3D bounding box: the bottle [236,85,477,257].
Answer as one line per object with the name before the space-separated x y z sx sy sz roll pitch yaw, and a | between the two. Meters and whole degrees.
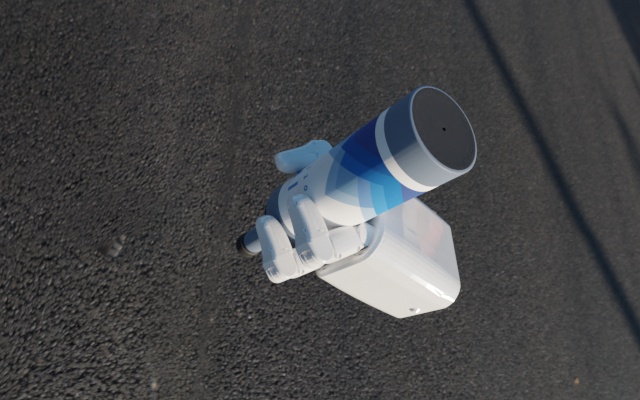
bottle | 0.000 0.001 0.432 0.069 0.069 0.296 0 -20 -37
